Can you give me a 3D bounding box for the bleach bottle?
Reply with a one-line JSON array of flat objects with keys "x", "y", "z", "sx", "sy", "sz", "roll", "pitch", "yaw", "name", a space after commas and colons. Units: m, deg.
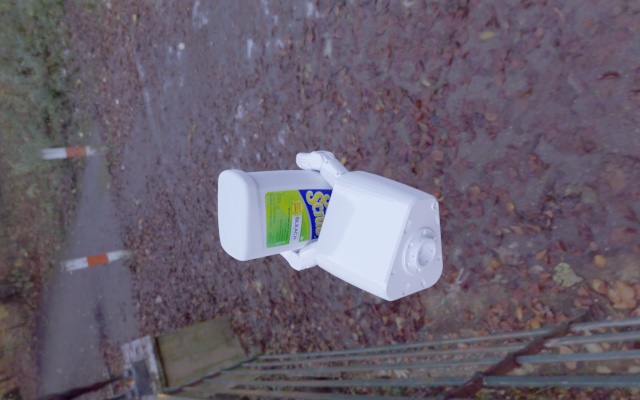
[{"x": 0.000, "y": 0.002, "z": 0.595, "sx": 0.251, "sy": 0.102, "sz": 0.068, "roll": -10, "pitch": 20, "yaw": -38, "name": "bleach bottle"}]
